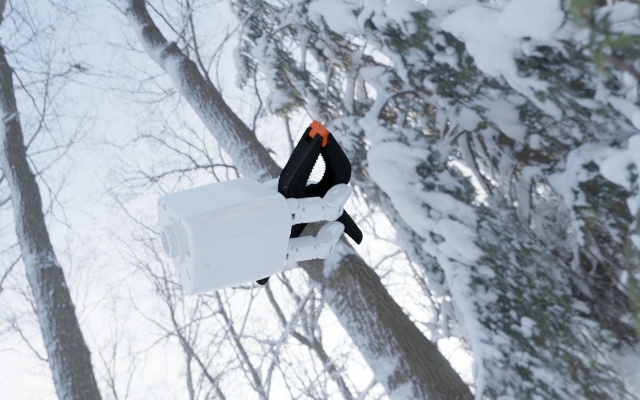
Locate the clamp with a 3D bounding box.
[{"bbox_3d":[0.000,0.001,0.577,0.164,0.210,0.036,-14,41,-33],"label":"clamp"}]
